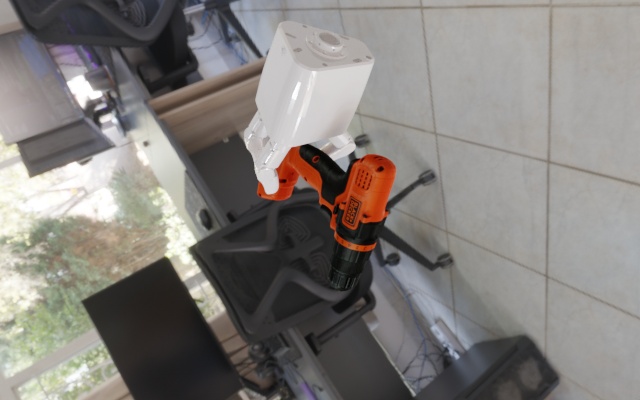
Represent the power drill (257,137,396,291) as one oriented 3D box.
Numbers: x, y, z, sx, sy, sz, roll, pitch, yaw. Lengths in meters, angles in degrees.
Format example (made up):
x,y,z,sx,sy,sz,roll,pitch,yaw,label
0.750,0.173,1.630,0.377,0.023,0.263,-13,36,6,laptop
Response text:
x,y,z,sx,sy,sz,roll,pitch,yaw,label
0.000,0.002,0.618,0.187,0.184,0.057,32,27,32,power drill
